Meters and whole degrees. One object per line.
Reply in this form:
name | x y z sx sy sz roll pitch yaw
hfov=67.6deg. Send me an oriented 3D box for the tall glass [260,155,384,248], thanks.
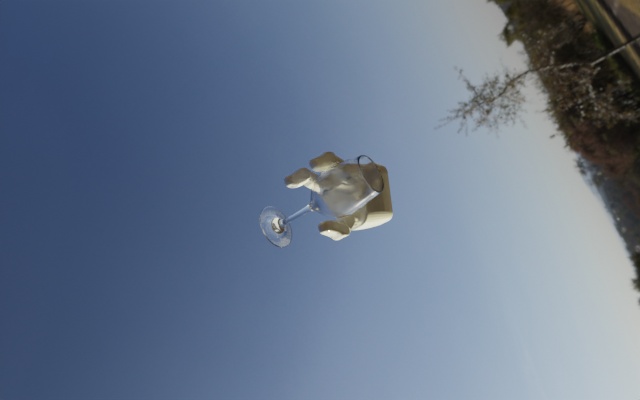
tall glass | 0.000 0.003 0.745 0.201 0.079 0.079 -29 -16 31
